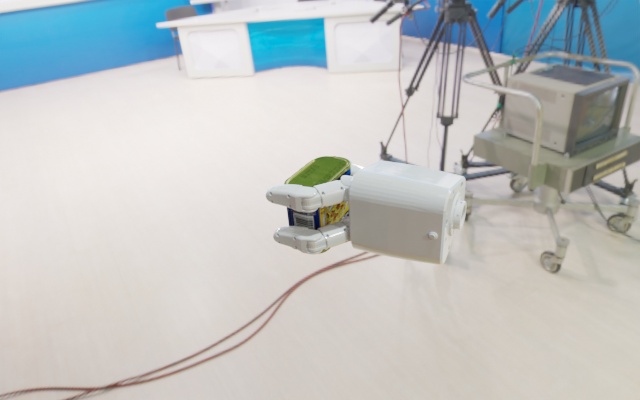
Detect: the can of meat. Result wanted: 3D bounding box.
[{"bbox_3d":[0.000,0.002,0.589,0.057,0.084,0.102,14,35,27],"label":"can of meat"}]
